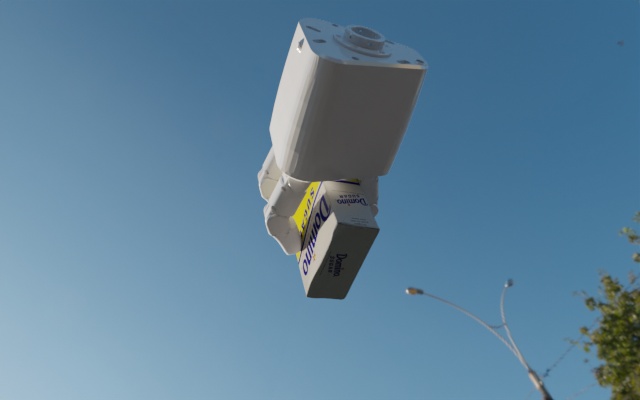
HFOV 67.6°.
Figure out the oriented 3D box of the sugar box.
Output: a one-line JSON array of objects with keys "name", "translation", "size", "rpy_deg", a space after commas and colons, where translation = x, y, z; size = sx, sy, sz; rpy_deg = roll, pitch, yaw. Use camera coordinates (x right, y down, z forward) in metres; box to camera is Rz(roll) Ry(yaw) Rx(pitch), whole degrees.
[{"name": "sugar box", "translation": [0.000, 0.001, 0.479], "size": [0.048, 0.093, 0.176], "rpy_deg": [8, 36, -19]}]
